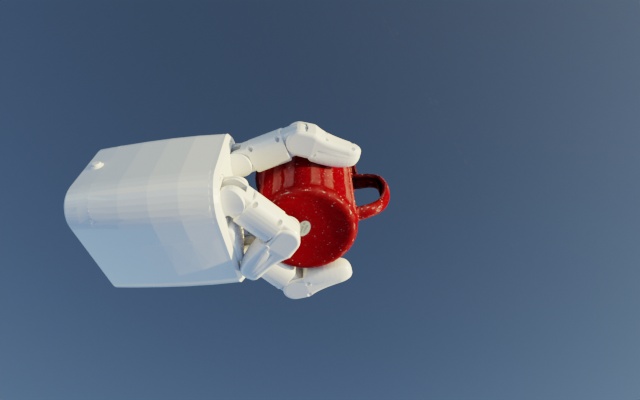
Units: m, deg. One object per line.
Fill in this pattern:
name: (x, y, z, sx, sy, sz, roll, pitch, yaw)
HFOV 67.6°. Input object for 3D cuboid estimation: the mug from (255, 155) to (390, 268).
mug: (0.002, 0.001, 0.404, 0.117, 0.093, 0.081, -5, 33, 1)
